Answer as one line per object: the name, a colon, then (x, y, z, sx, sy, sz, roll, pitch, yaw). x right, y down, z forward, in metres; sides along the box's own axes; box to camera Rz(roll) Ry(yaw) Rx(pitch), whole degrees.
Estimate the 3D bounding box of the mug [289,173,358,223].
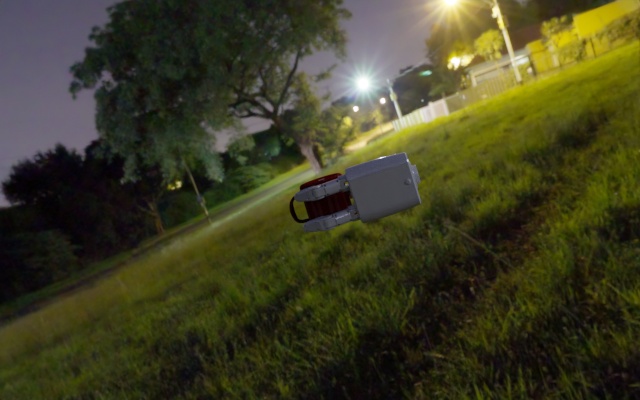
mug: (-0.001, 0.003, 0.867, 0.117, 0.081, 0.093, -17, 7, 8)
